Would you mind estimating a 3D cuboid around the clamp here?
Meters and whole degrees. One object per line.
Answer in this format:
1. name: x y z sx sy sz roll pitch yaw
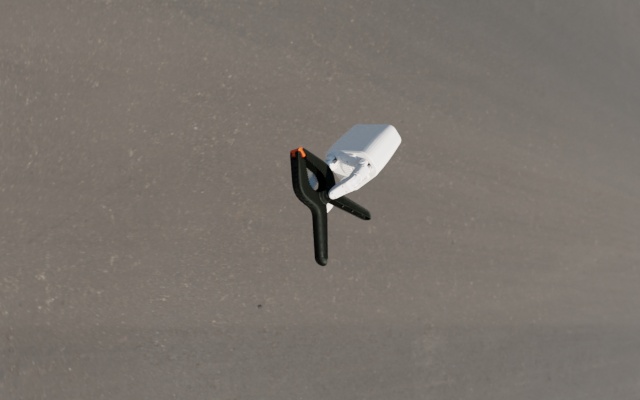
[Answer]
1. clamp: 0.001 0.002 0.871 0.036 0.210 0.164 -13 29 47
